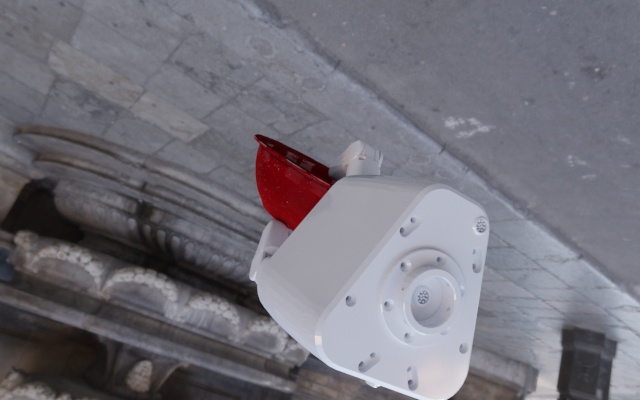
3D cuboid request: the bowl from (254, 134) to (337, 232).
[{"bbox_3d":[0.000,0.002,0.438,0.162,0.055,0.162,29,8,-4],"label":"bowl"}]
